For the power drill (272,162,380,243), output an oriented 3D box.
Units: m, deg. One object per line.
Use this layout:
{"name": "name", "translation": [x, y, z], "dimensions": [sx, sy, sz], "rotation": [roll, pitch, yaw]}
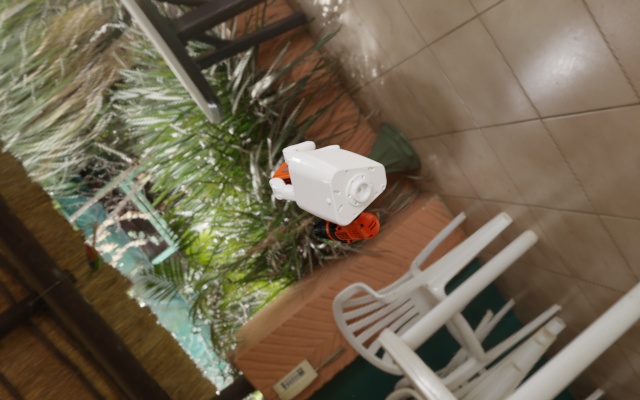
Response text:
{"name": "power drill", "translation": [0.000, 0.003, 0.879], "dimensions": [0.188, 0.057, 0.184], "rotation": [47, -28, -20]}
